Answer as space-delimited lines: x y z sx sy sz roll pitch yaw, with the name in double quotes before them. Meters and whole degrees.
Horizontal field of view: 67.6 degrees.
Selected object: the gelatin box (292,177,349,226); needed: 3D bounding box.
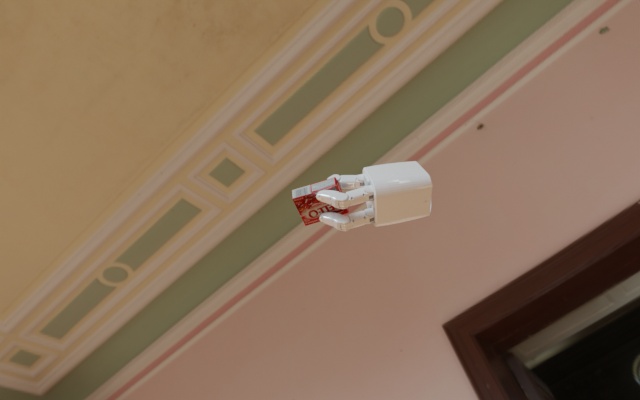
"gelatin box" 0.000 0.003 0.890 0.089 0.073 0.030 -16 40 9
